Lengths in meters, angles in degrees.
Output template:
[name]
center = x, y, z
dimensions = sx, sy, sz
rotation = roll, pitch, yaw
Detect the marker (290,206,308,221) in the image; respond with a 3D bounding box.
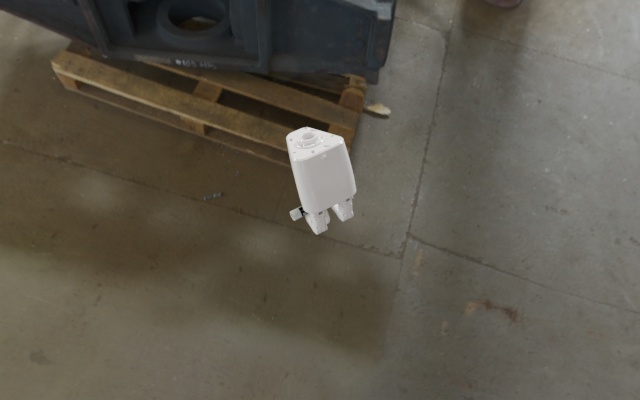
[marker]
center = 0.000, 0.003, 0.887
dimensions = 0.121, 0.020, 0.020
rotation = -26, 8, -16
